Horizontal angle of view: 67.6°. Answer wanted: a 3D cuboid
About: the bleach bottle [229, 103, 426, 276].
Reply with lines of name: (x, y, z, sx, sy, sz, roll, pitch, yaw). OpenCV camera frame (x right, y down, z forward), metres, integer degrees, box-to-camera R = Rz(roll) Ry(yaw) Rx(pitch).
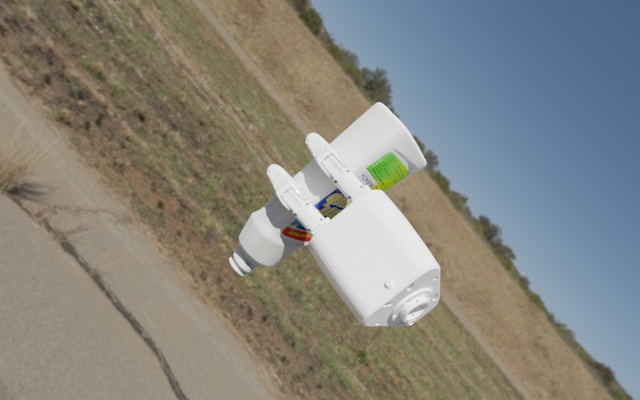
bleach bottle: (0.000, 0.002, 0.560, 0.251, 0.068, 0.103, -40, -34, 6)
